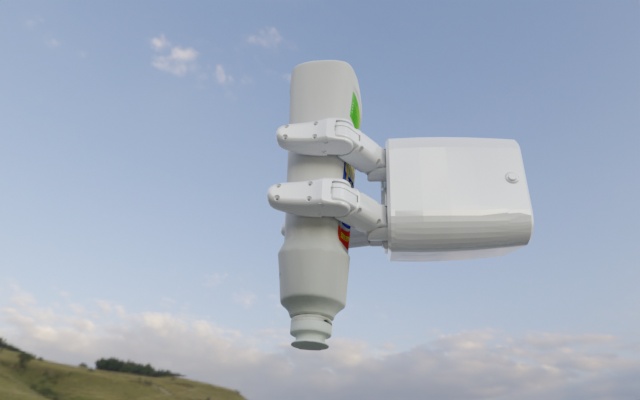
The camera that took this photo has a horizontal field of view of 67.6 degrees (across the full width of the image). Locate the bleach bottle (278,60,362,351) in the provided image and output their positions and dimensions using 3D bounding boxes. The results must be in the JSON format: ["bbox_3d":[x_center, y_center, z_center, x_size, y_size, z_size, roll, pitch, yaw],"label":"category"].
[{"bbox_3d":[0.000,0.001,0.415,0.068,0.250,0.103,-2,-30,9],"label":"bleach bottle"}]
